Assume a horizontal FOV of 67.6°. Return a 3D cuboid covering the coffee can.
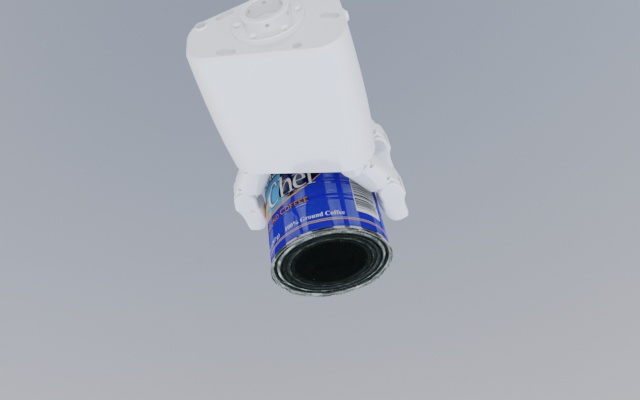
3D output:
[{"bbox_3d":[0.000,0.001,0.438,0.103,0.140,0.103,-6,-39,-5],"label":"coffee can"}]
